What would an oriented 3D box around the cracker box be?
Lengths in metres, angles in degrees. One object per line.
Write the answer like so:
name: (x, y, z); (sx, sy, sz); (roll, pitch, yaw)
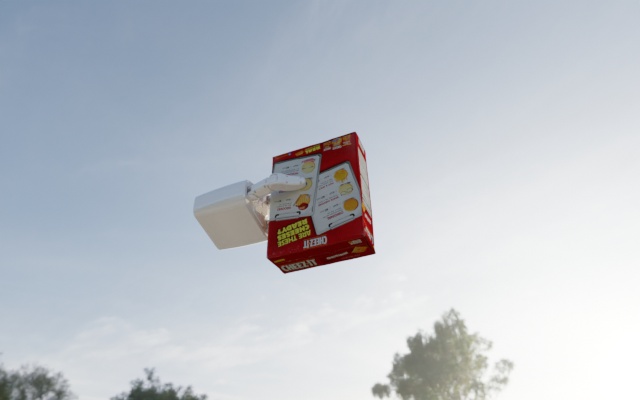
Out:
cracker box: (0.000, 0.002, 0.803); (0.164, 0.213, 0.072); (-15, -38, 18)
